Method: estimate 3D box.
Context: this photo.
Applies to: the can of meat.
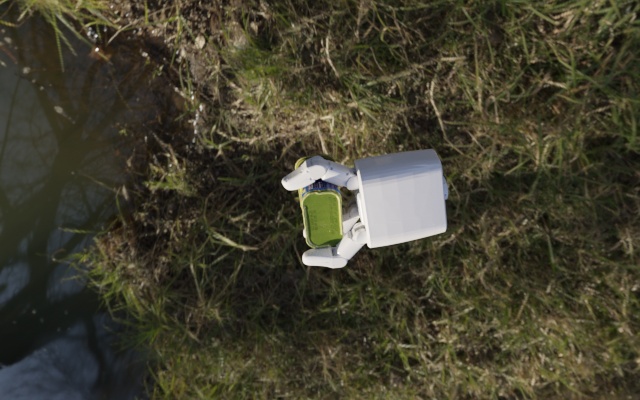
[{"bbox_3d":[0.000,0.002,0.651,0.057,0.102,0.084,-7,38,-2],"label":"can of meat"}]
